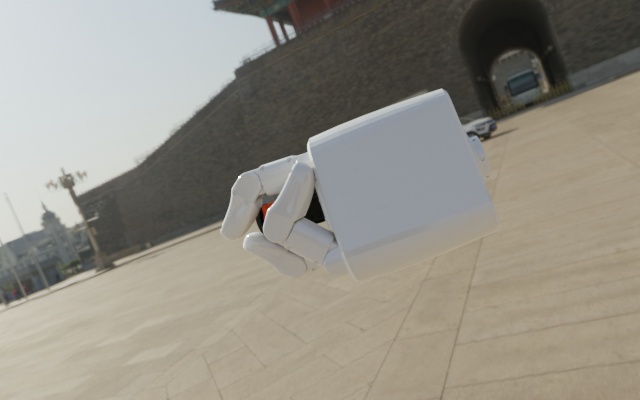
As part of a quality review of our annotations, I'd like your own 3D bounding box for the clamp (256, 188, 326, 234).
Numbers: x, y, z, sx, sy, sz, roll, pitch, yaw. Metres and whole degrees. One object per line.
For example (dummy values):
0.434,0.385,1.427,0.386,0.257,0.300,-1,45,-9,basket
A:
0.000,0.001,0.444,0.120,0.039,0.171,-21,4,13,clamp
